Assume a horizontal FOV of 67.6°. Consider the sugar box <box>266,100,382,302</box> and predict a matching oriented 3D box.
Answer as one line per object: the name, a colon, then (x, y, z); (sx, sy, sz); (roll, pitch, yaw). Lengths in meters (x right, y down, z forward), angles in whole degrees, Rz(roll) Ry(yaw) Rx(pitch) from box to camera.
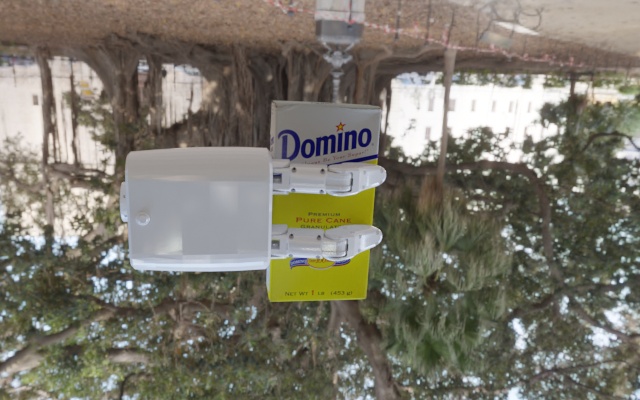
sugar box: (0.000, 0.002, 0.431); (0.093, 0.176, 0.048); (0, 16, -11)
